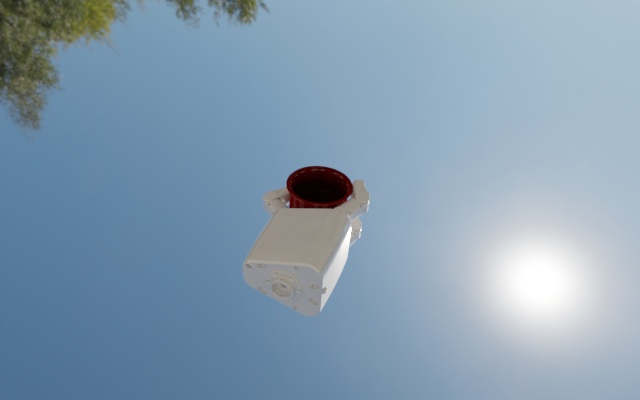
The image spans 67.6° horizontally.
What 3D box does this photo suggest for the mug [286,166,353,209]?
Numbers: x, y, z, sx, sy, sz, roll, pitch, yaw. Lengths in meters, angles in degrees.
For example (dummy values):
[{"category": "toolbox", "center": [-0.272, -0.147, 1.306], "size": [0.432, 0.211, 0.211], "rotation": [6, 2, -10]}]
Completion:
[{"category": "mug", "center": [0.001, 0.002, 0.699], "size": [0.093, 0.082, 0.117], "rotation": [16, 39, 14]}]
